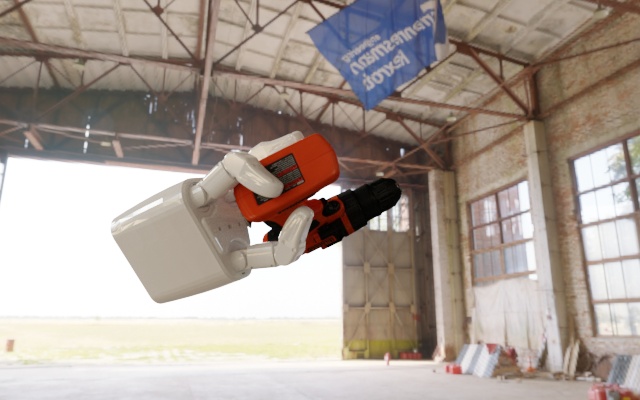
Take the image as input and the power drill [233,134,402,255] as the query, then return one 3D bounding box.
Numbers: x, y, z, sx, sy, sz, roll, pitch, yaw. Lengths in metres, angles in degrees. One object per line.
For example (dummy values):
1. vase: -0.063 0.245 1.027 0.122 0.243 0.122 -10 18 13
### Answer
1. power drill: 0.000 0.002 0.526 0.184 0.057 0.188 -28 -25 2
